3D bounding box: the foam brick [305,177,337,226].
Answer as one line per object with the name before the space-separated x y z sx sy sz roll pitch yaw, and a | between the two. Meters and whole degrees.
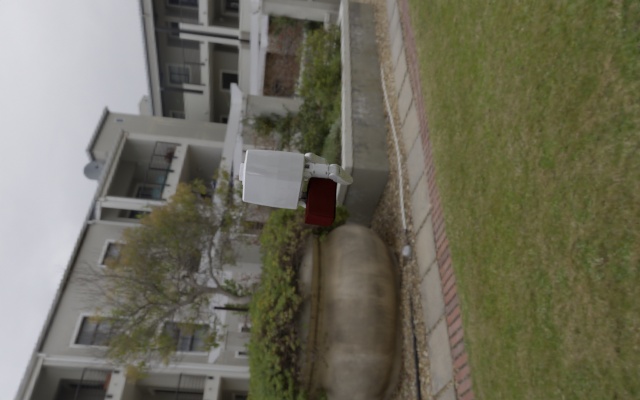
foam brick | 0.000 0.003 0.889 0.051 0.078 0.053 7 -23 -8
